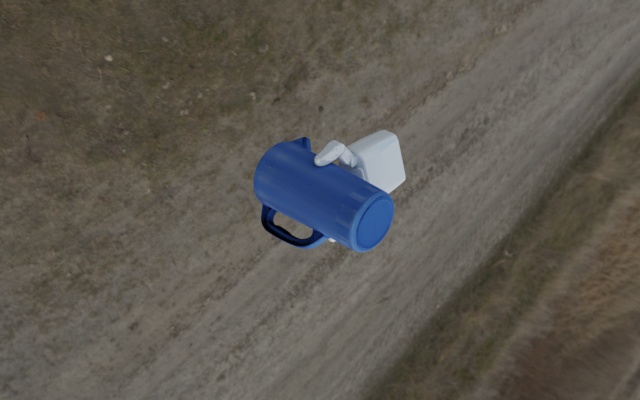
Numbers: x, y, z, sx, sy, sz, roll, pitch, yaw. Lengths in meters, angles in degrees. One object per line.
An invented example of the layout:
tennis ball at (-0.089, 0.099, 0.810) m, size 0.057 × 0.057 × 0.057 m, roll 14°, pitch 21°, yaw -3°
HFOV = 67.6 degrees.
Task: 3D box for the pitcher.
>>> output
pitcher at (0.000, 0.003, 0.837) m, size 0.145 × 0.149 × 0.242 m, roll -31°, pitch 43°, yaw -33°
